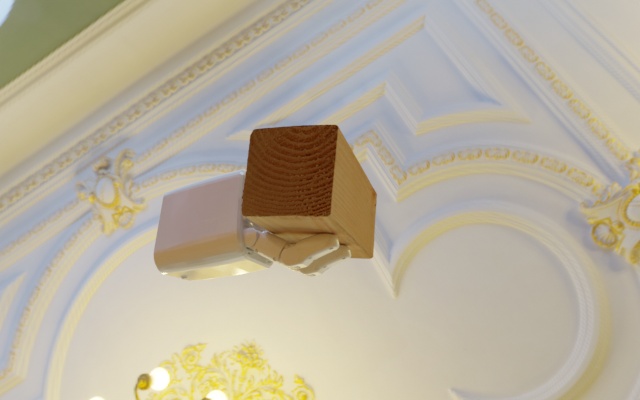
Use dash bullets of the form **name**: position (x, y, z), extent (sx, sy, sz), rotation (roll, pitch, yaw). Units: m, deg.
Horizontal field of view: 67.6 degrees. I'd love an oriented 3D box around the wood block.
- **wood block**: position (0.000, 0.001, 0.533), extent (0.090, 0.090, 0.206), rotation (-1, -17, 17)
